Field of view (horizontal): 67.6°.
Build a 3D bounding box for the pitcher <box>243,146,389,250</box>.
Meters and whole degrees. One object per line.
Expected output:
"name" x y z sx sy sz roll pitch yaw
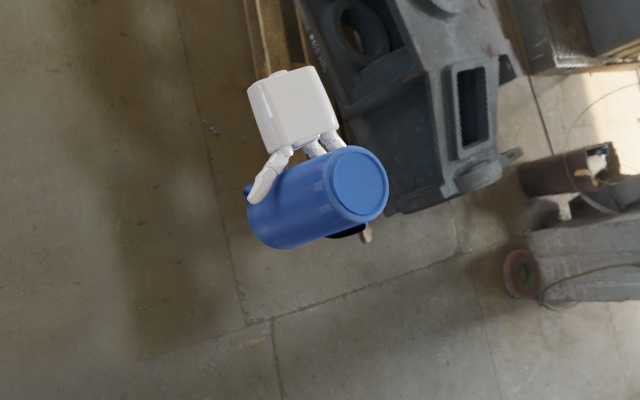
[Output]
"pitcher" 0.000 0.002 0.741 0.149 0.145 0.243 -20 1 -33
